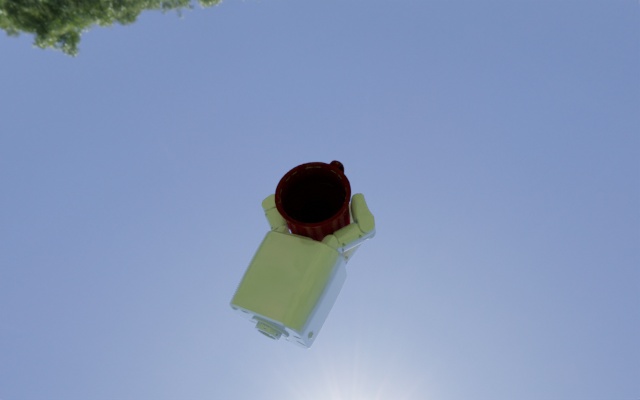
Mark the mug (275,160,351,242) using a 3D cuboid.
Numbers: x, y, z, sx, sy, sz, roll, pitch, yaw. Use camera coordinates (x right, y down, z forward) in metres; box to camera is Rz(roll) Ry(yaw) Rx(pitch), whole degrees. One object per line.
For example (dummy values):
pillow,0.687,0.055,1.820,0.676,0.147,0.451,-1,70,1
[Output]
mug,0.001,0.001,0.611,0.093,0.117,0.081,18,-27,18
